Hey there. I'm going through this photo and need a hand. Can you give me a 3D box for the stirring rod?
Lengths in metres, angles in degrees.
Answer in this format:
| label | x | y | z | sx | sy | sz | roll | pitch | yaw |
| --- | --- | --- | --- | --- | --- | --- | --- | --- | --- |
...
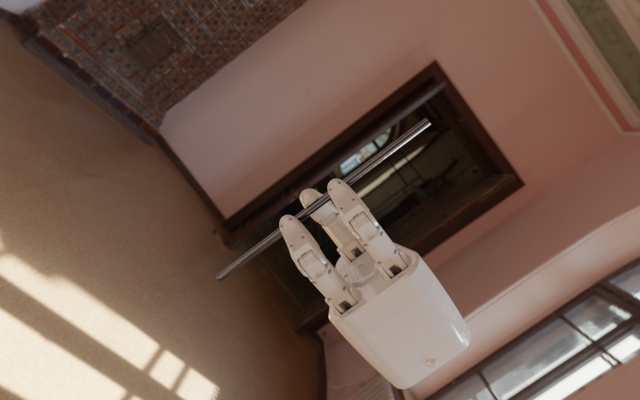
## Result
| label | x | y | z | sx | sy | sz | roll | pitch | yaw |
| --- | --- | --- | --- | --- | --- | --- | --- | --- | --- |
| stirring rod | 0.000 | 0.002 | 0.437 | 0.239 | 0.011 | 0.011 | -37 | -4 | 5 |
